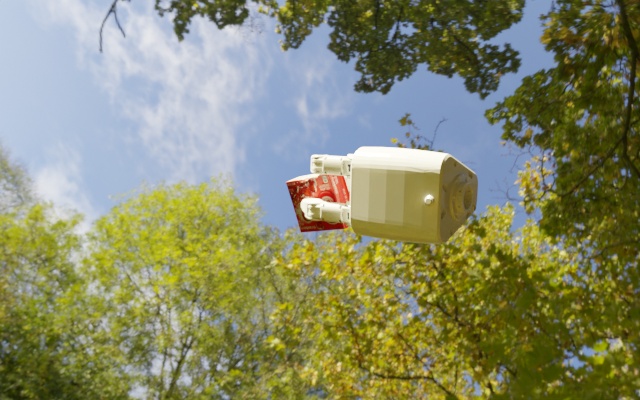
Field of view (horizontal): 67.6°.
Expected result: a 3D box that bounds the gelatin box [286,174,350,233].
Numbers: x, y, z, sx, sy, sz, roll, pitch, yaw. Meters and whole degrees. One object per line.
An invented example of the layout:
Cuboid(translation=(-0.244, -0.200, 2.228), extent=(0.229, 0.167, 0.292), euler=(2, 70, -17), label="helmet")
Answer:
Cuboid(translation=(0.000, 0.002, 0.623), extent=(0.030, 0.073, 0.089), euler=(-23, 10, -40), label="gelatin box")
